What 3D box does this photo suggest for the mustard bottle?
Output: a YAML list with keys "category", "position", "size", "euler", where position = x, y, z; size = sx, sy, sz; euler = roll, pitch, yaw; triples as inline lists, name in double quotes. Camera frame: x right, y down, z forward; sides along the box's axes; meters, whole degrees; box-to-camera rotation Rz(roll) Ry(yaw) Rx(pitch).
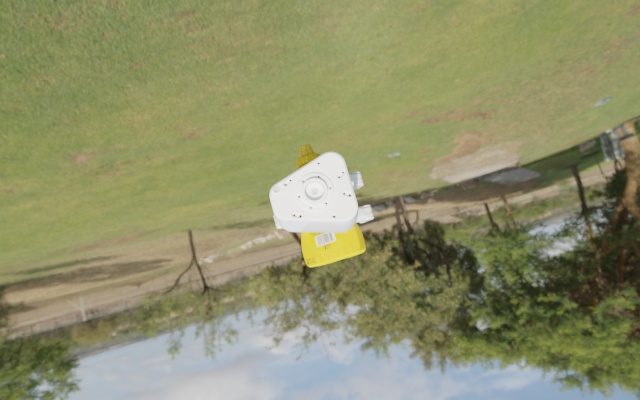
- category: "mustard bottle"
  position: [0.000, 0.003, 0.758]
  size: [0.096, 0.191, 0.058]
  euler: [-20, -10, 21]
